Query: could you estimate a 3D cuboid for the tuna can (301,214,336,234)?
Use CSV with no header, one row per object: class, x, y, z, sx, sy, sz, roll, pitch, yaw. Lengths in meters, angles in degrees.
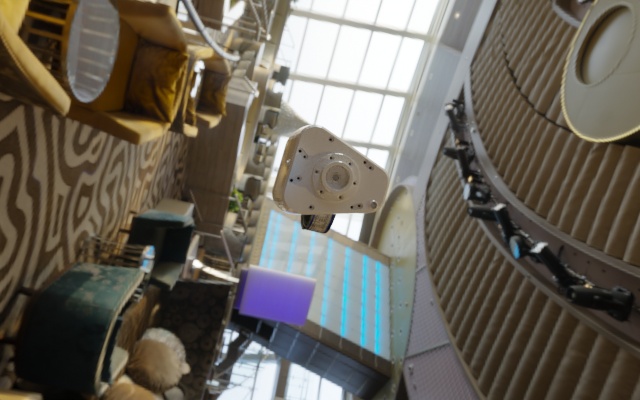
tuna can,0.001,0.002,0.664,0.034,0.086,0.086,14,-3,-12
